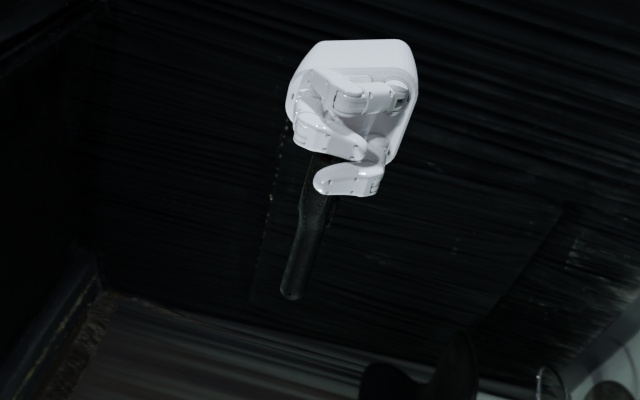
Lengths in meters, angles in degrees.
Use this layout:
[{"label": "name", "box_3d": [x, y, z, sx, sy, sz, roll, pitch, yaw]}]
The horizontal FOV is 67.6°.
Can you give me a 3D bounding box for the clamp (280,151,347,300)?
[{"label": "clamp", "box_3d": [-0.001, 0.001, 0.461, 0.039, 0.172, 0.120, 17, 35, -1]}]
